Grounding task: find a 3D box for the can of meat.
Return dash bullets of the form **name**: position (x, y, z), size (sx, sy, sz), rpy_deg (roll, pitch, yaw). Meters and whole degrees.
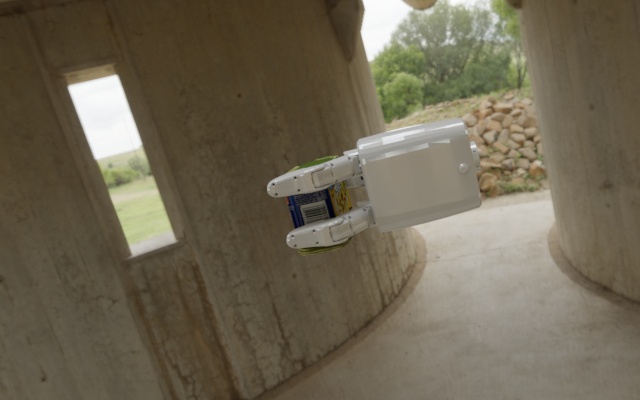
- **can of meat**: position (0.000, 0.001, 0.524), size (0.057, 0.084, 0.102), rpy_deg (-12, 12, 15)
